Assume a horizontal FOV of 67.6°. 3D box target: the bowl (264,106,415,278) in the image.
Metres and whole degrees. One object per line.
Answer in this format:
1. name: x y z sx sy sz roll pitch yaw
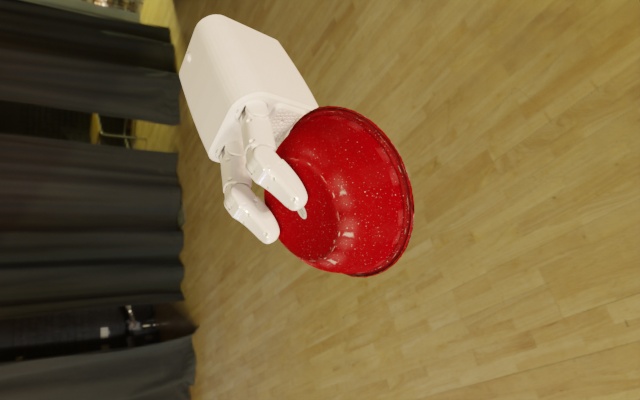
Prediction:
1. bowl: 0.001 0.002 0.420 0.162 0.162 0.055 0 16 45
